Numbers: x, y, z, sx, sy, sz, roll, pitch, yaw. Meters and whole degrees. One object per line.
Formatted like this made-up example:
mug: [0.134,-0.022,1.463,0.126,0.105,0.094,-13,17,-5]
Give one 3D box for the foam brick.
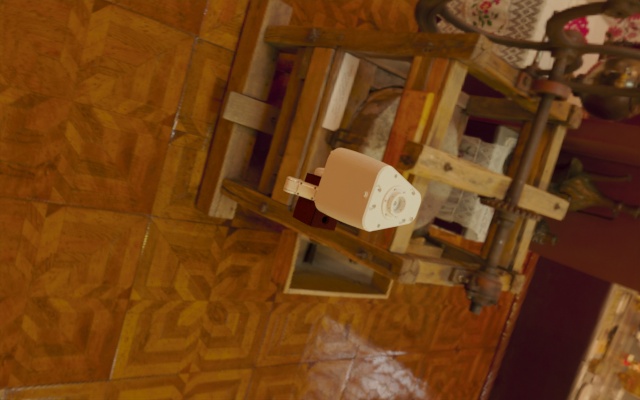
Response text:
foam brick: [0.000,0.003,0.756,0.053,0.078,0.051,13,8,-42]
